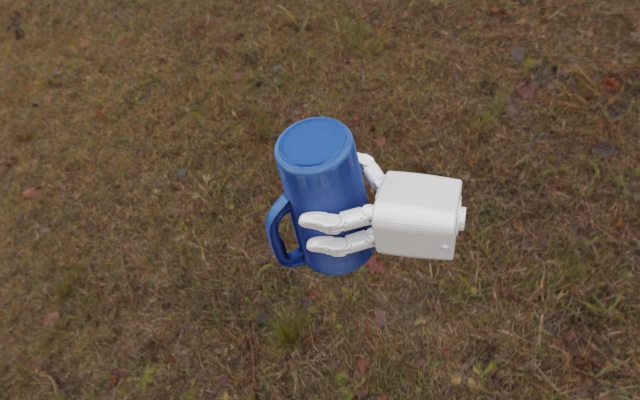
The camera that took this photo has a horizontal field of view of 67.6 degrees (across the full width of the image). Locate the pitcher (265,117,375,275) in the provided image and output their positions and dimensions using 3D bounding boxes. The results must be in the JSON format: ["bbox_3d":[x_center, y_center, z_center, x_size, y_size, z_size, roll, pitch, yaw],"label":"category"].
[{"bbox_3d":[0.000,0.002,0.715,0.145,0.149,0.243,9,-36,19],"label":"pitcher"}]
